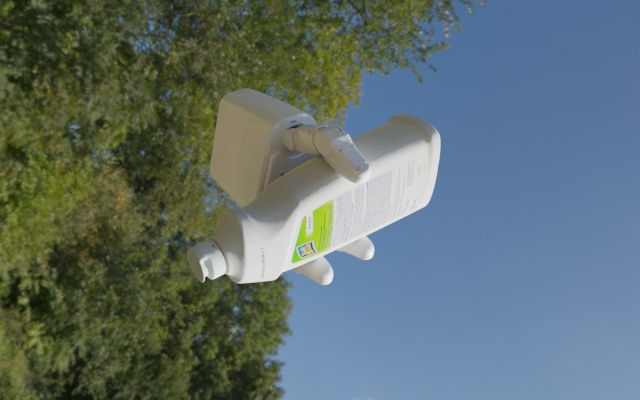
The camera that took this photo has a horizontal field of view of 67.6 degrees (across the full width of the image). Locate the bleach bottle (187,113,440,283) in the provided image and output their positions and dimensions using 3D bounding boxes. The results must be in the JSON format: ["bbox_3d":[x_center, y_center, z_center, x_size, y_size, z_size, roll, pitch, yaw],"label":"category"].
[{"bbox_3d":[0.000,0.002,0.434,0.251,0.103,0.068,-23,40,-32],"label":"bleach bottle"}]
